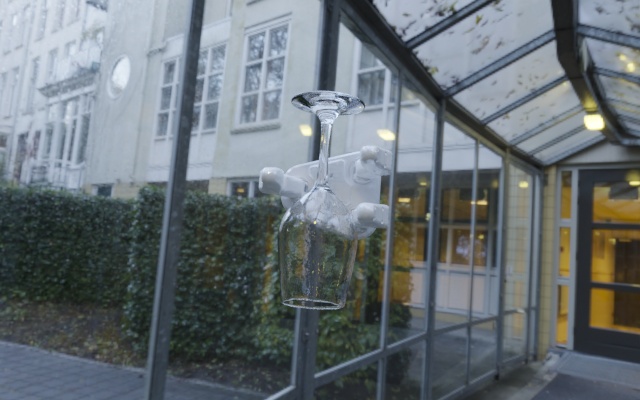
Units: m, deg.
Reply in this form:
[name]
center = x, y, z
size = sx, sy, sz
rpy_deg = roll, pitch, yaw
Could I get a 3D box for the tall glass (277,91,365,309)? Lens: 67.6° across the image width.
[tall glass]
center = 0.000, 0.001, 0.469
size = 0.079, 0.201, 0.079
rpy_deg = 4, -6, 0
